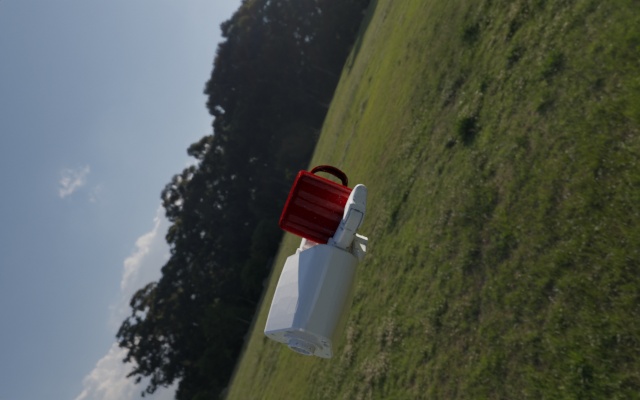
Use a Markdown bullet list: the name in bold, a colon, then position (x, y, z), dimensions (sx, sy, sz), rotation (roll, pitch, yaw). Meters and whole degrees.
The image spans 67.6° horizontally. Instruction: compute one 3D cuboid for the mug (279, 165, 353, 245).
- **mug**: position (0.000, 0.001, 0.623), dimensions (0.081, 0.117, 0.093), rotation (21, -29, -6)
